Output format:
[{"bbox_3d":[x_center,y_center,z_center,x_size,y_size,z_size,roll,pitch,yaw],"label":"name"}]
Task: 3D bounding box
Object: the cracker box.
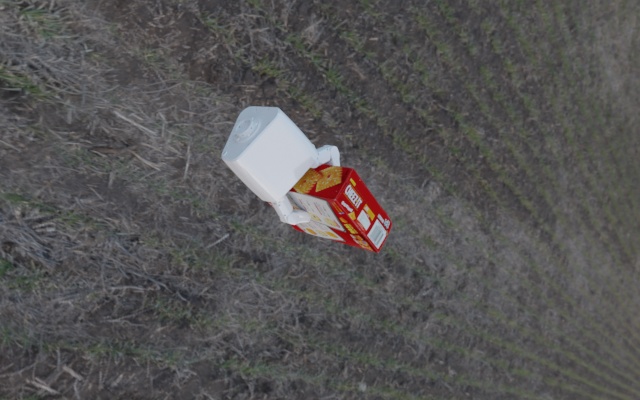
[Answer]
[{"bbox_3d":[0.000,0.003,0.847,0.213,0.072,0.164,12,-27,43],"label":"cracker box"}]
